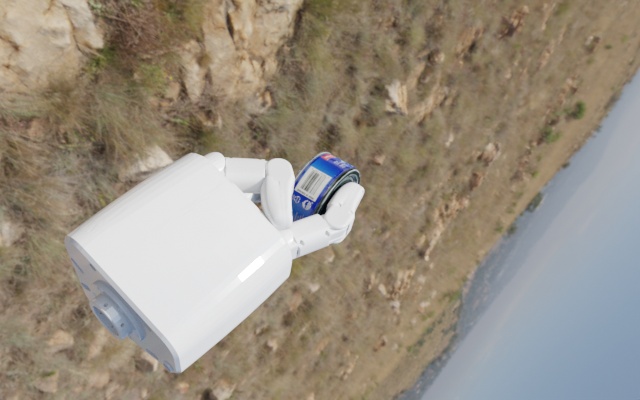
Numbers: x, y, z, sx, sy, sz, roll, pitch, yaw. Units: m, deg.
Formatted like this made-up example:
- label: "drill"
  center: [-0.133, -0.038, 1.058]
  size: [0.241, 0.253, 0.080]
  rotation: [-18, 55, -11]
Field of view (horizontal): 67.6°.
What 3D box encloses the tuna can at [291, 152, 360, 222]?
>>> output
- label: "tuna can"
  center: [0.001, 0.002, 0.430]
  size: [0.033, 0.086, 0.086]
  rotation: [30, 11, 19]
